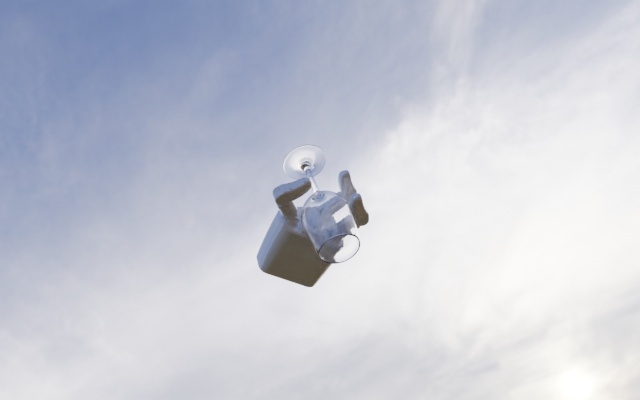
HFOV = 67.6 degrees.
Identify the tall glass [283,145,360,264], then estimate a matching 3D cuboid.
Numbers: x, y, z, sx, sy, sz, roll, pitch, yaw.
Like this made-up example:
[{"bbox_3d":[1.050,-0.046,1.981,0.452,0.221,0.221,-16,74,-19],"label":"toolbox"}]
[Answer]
[{"bbox_3d":[0.000,0.002,0.735,0.079,0.079,0.201,0,41,-21],"label":"tall glass"}]
